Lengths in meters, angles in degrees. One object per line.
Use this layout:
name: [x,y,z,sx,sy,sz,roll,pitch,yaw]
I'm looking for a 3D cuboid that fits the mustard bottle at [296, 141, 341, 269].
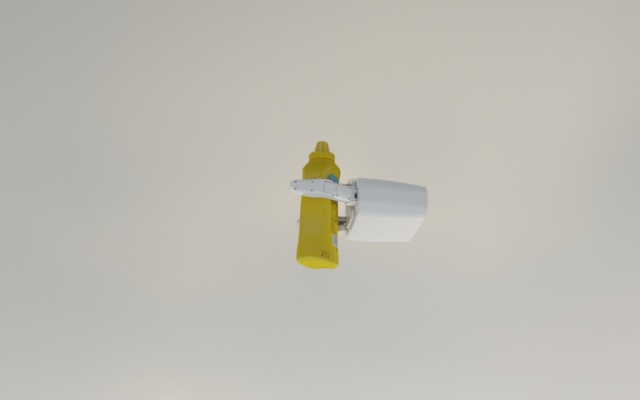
mustard bottle: [0.000,0.003,0.714,0.058,0.191,0.096,-2,-17,16]
